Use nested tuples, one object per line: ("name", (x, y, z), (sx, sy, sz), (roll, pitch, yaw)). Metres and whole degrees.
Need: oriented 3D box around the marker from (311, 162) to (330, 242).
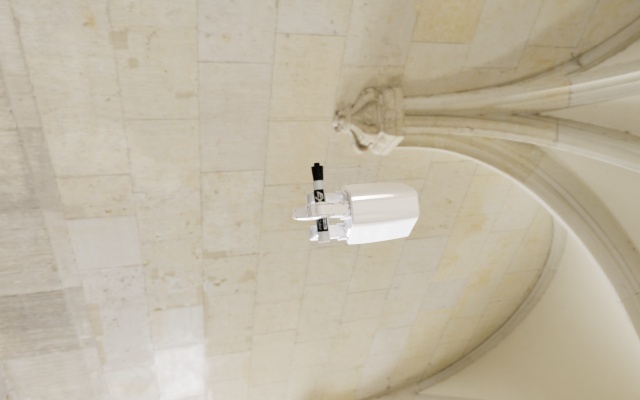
("marker", (0.000, 0.002, 0.724), (0.020, 0.121, 0.020), (-5, -6, -1))
